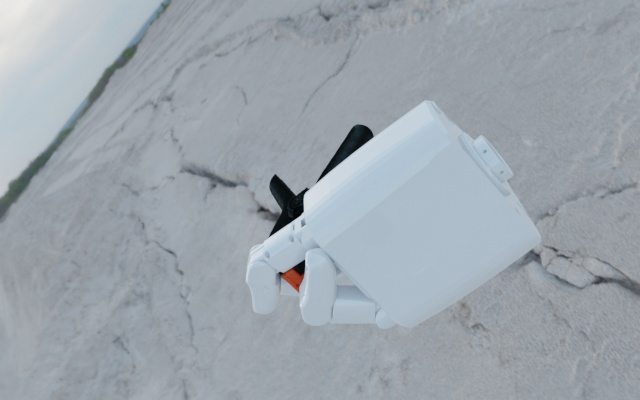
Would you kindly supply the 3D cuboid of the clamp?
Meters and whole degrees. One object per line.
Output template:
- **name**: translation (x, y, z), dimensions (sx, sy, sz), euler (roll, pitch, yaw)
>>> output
- **clamp**: translation (0.000, 0.001, 0.407), dimensions (0.120, 0.171, 0.039), euler (-39, -60, 23)
